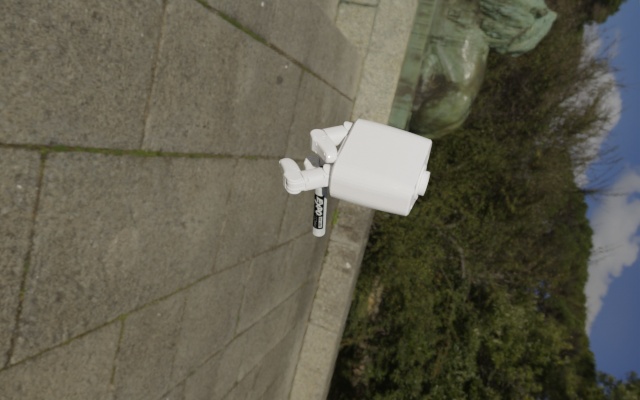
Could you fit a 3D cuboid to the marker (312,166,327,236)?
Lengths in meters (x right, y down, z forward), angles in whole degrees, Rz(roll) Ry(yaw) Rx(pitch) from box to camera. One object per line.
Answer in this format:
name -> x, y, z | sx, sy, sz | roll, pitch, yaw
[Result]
marker -> 0.000, 0.002, 0.673 | 0.020, 0.121, 0.020 | 2, 41, -2
